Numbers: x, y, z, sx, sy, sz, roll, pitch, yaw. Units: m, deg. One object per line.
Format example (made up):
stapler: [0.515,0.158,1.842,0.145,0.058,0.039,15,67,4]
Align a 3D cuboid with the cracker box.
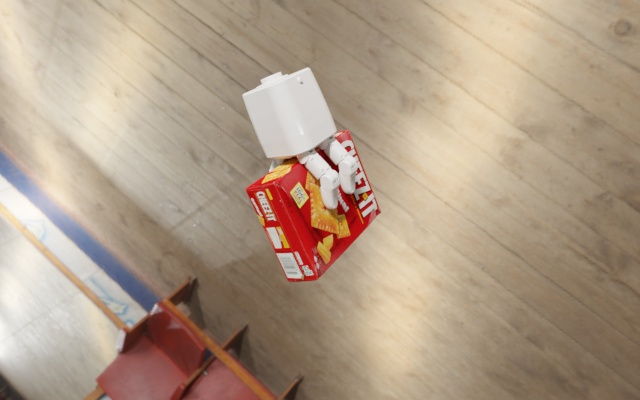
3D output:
cracker box: [0.000,0.003,0.762,0.072,0.164,0.213,-8,22,40]
